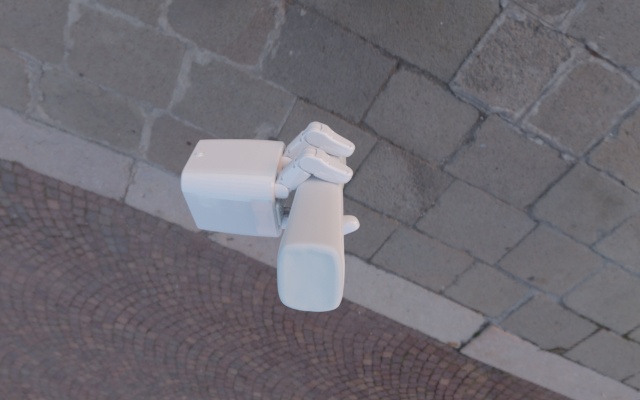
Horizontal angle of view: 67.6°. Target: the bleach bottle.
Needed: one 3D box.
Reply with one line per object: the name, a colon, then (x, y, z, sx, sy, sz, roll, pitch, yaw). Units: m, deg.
bleach bottle: (0.000, 0.002, 0.569, 0.068, 0.103, 0.250, 4, 38, 3)
